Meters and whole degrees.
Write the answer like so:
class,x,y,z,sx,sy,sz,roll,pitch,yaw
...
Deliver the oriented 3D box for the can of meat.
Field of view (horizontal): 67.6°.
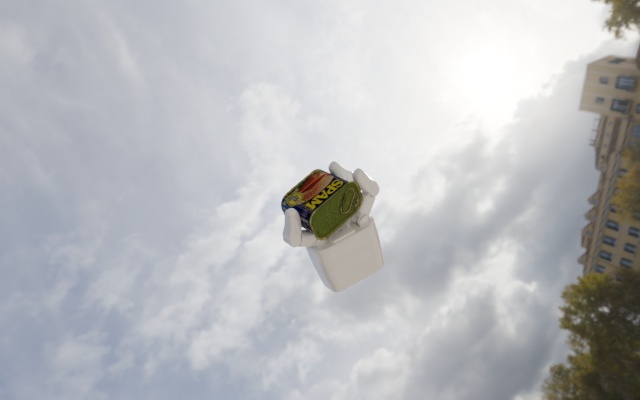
class,x,y,z,sx,sy,sz,roll,pitch,yaw
can of meat,0.000,0.002,0.742,0.102,0.057,0.084,-40,41,-21
